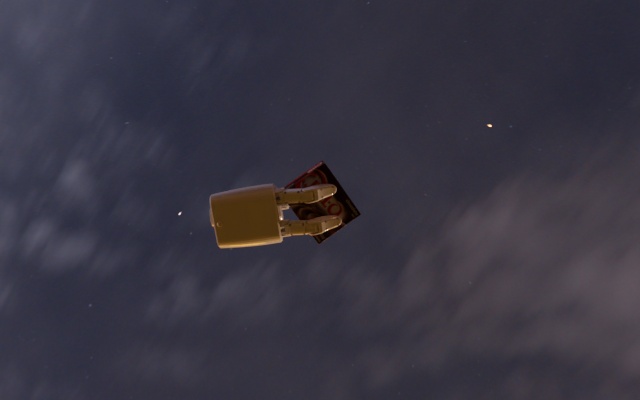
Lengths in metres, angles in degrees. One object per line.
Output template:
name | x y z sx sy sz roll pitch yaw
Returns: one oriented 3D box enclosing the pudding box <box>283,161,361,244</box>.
pudding box | 0.000 0.003 0.810 0.090 0.113 0.039 -36 16 3
